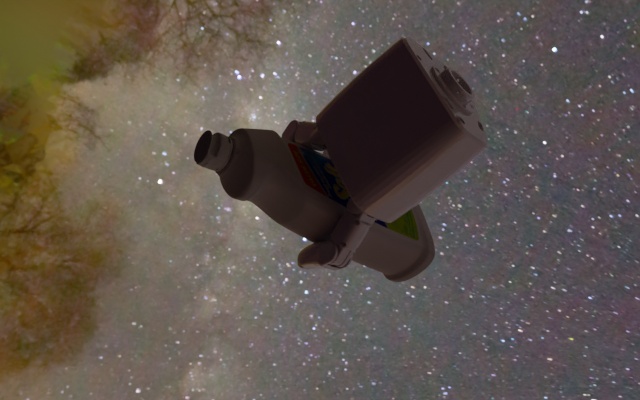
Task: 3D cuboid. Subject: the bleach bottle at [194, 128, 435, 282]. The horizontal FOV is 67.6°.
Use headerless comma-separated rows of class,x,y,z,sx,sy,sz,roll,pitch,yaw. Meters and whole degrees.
bleach bottle,0.000,0.001,0.451,0.251,0.102,0.068,22,-48,-37
